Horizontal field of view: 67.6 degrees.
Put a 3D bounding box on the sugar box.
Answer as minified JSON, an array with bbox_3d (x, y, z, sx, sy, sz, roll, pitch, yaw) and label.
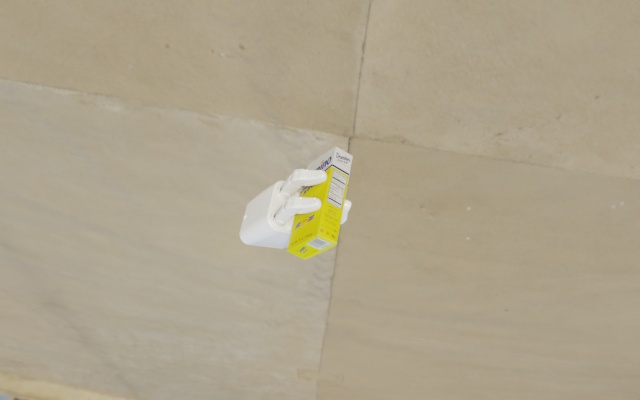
[{"bbox_3d":[0.000,0.003,0.802,0.048,0.176,0.093,26,-35,-27],"label":"sugar box"}]
